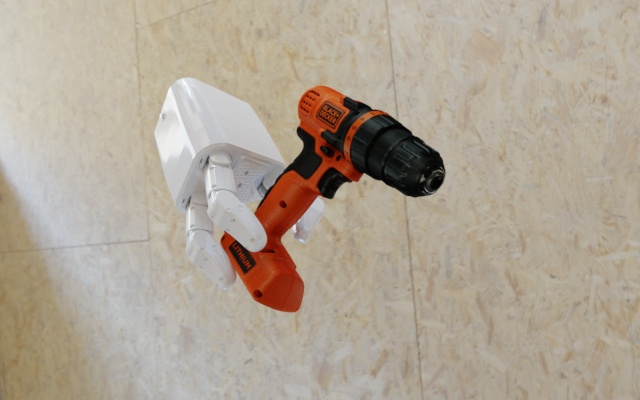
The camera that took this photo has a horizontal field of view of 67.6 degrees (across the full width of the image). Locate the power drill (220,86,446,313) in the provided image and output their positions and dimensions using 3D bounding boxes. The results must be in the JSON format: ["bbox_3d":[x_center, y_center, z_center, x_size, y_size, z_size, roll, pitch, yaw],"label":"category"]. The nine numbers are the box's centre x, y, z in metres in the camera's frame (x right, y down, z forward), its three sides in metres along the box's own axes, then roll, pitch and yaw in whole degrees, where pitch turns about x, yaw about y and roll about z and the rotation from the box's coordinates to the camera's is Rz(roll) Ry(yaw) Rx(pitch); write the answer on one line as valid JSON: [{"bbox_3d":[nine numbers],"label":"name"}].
[{"bbox_3d":[0.000,0.002,0.415,0.057,0.187,0.184,30,9,-39],"label":"power drill"}]
